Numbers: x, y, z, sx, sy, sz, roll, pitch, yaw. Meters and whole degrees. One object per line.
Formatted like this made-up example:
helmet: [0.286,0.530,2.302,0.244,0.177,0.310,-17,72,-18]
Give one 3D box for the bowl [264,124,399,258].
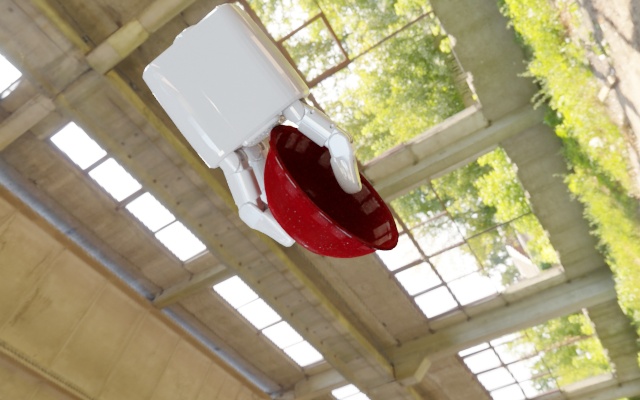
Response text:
bowl: [0.001,0.003,0.463,0.055,0.162,0.162,-46,-21,21]
